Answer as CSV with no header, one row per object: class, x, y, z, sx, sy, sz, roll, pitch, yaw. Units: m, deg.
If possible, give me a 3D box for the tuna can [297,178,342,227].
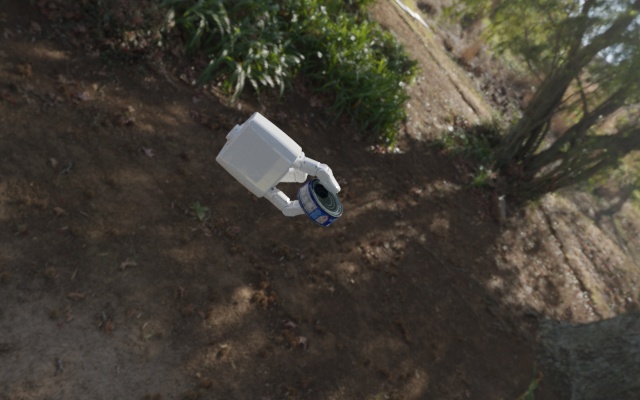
tuna can,0.001,0.003,0.867,0.034,0.086,0.086,-37,-19,27
